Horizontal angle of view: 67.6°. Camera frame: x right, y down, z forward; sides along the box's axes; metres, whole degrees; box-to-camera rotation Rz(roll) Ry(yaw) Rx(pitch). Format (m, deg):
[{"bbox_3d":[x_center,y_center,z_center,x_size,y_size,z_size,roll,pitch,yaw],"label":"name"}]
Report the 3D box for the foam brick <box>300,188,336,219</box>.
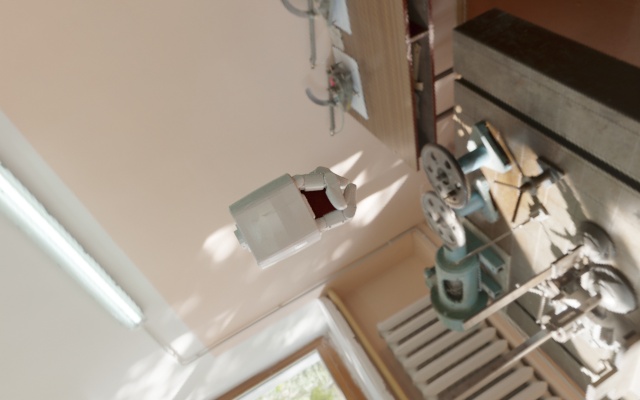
[{"bbox_3d":[0.000,0.003,0.775,0.051,0.053,0.078,-29,-10,-10],"label":"foam brick"}]
